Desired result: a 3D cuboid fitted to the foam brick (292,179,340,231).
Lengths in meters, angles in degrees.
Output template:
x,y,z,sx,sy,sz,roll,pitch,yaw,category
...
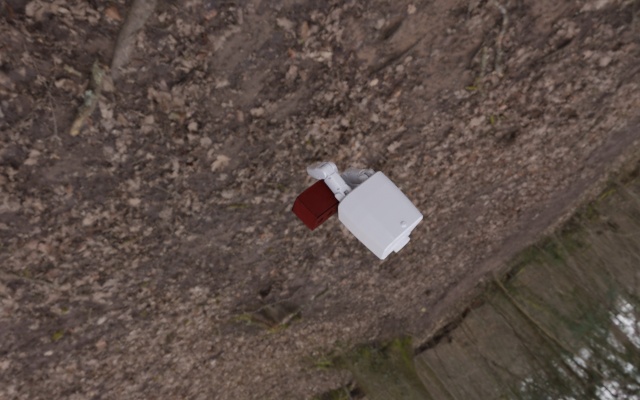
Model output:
x,y,z,sx,sy,sz,roll,pitch,yaw,category
0.000,0.003,0.796,0.078,0.051,0.053,-37,-13,-25,foam brick
